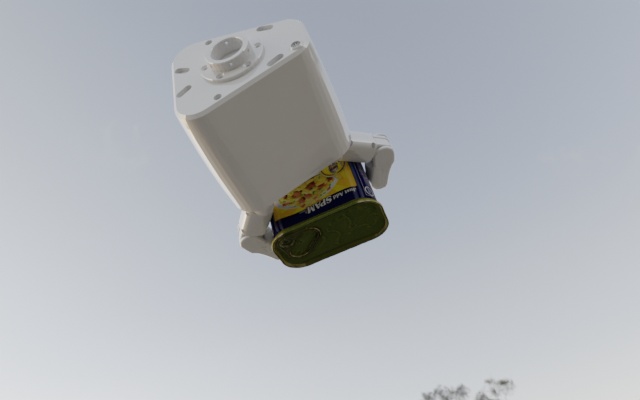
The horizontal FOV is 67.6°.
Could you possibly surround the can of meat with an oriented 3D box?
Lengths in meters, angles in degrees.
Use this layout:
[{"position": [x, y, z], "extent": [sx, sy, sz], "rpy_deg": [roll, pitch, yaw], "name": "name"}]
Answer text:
[{"position": [0.000, 0.001, 0.440], "extent": [0.102, 0.084, 0.057], "rpy_deg": [-23, -41, 7], "name": "can of meat"}]
